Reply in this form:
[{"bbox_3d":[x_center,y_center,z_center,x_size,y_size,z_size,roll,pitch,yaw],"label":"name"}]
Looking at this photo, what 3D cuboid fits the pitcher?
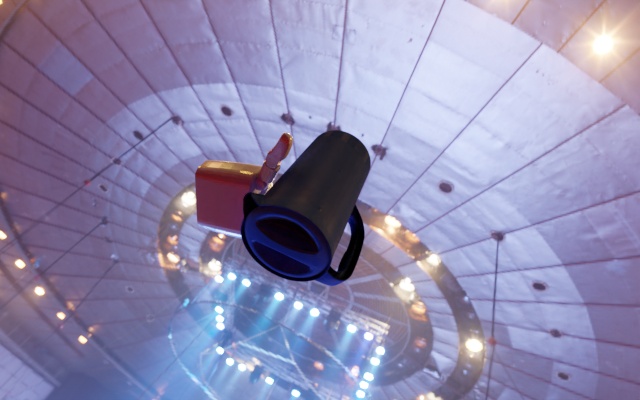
[{"bbox_3d":[0.000,0.002,0.721,0.145,0.149,0.242,10,39,19],"label":"pitcher"}]
